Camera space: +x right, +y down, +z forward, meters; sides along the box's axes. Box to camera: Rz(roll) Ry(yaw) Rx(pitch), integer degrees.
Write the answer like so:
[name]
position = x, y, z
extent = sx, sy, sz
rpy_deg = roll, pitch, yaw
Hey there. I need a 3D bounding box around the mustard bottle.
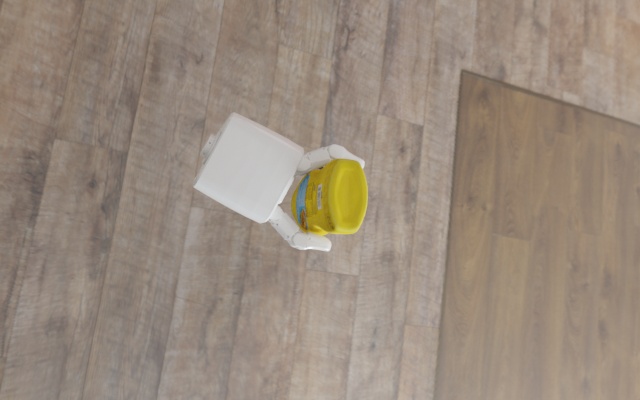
[mustard bottle]
position = 0.001, 0.002, 0.685
extent = 0.058, 0.096, 0.191
rpy_deg = 3, -6, -22
